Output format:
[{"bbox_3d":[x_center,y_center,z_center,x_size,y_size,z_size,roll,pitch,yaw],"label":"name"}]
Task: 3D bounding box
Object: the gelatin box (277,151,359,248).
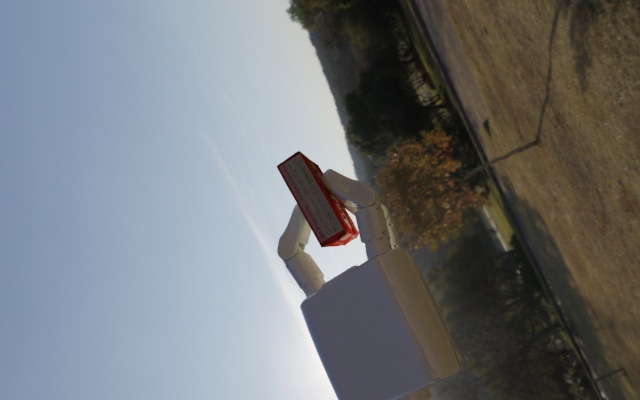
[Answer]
[{"bbox_3d":[0.000,0.001,0.461,0.030,0.089,0.073,-32,-12,8],"label":"gelatin box"}]
